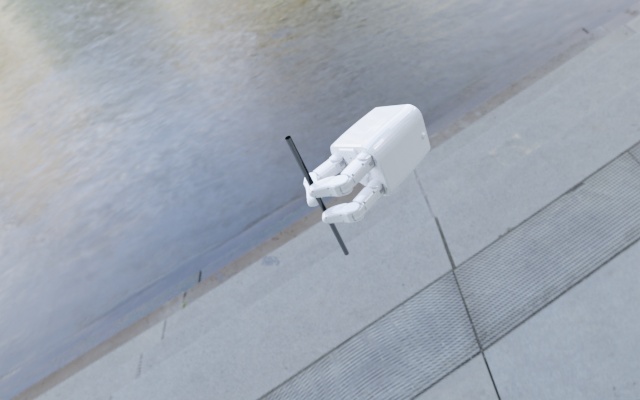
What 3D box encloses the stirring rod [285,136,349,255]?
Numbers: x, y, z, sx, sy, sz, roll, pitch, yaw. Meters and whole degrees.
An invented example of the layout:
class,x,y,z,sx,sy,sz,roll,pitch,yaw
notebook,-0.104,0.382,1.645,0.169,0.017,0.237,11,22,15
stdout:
class,x,y,z,sx,sy,sz,roll,pitch,yaw
stirring rod,0.000,0.002,0.685,0.011,0.011,0.240,0,-43,28
